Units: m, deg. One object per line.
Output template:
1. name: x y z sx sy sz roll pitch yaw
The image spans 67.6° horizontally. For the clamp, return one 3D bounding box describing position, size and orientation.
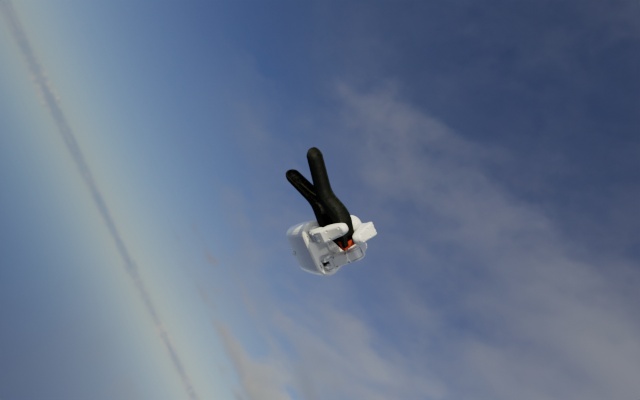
1. clamp: 0.001 0.002 0.784 0.039 0.171 0.120 -26 5 -22
